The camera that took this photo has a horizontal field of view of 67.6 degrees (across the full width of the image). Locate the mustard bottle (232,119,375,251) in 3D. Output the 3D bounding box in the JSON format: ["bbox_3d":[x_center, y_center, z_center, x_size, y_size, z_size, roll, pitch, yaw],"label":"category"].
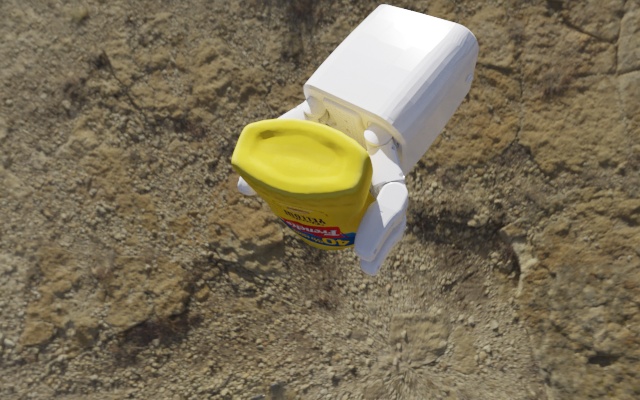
[{"bbox_3d":[0.000,0.002,0.405,0.096,0.058,0.192,12,-16,14],"label":"mustard bottle"}]
